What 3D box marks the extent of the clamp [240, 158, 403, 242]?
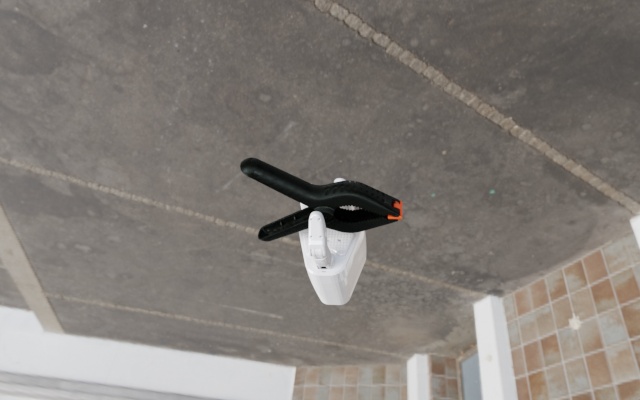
[{"bbox_3d":[0.001,0.003,0.623,0.210,0.036,0.165,-1,-37,11],"label":"clamp"}]
